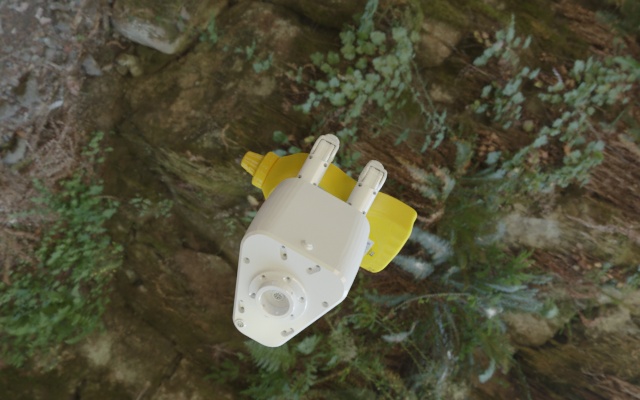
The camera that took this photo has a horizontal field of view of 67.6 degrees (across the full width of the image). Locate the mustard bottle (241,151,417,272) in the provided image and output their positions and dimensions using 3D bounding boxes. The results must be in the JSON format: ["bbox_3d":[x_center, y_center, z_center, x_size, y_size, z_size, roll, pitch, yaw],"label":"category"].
[{"bbox_3d":[0.000,0.002,0.520,0.191,0.058,0.096,29,-39,0],"label":"mustard bottle"}]
